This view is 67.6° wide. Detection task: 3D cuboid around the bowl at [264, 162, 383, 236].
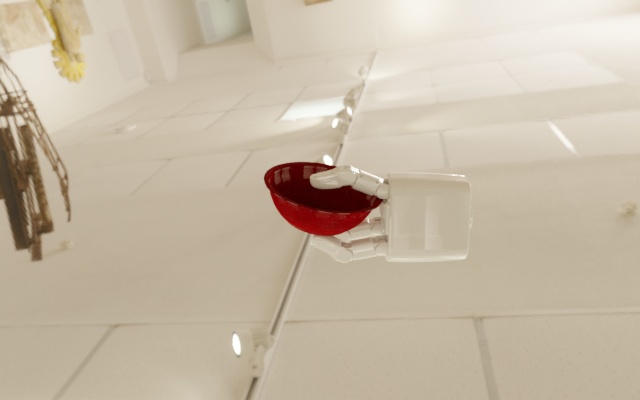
[{"bbox_3d":[-0.001,0.002,0.649,0.162,0.055,0.162,9,25,-4],"label":"bowl"}]
